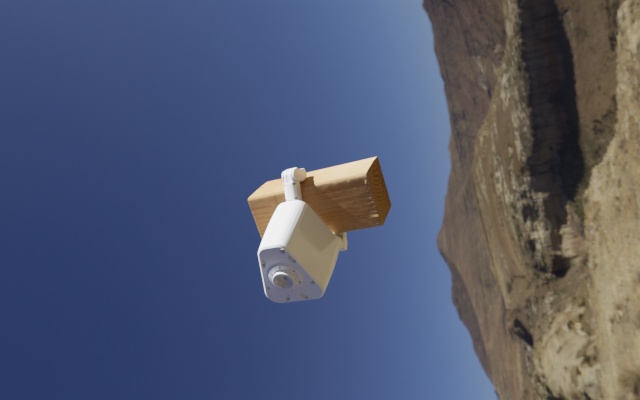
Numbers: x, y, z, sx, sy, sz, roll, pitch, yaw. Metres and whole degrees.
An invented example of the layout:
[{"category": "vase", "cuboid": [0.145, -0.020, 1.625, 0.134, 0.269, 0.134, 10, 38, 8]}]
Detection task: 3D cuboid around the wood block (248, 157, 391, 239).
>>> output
[{"category": "wood block", "cuboid": [0.000, 0.002, 0.783, 0.206, 0.091, 0.090, -11, 17, 22]}]
